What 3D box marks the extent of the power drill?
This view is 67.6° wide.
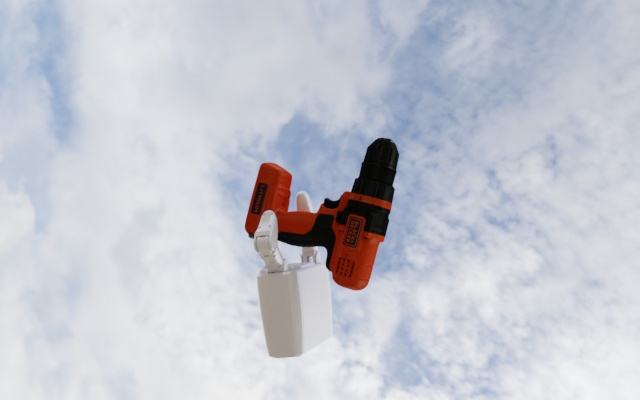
[{"bbox_3d":[0.000,0.002,0.602,0.187,0.184,0.057,13,-4,34],"label":"power drill"}]
